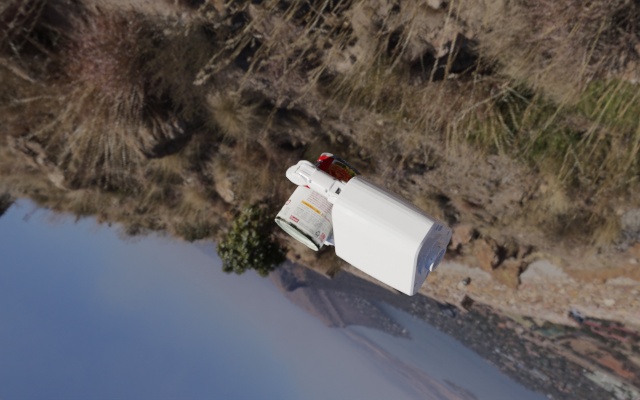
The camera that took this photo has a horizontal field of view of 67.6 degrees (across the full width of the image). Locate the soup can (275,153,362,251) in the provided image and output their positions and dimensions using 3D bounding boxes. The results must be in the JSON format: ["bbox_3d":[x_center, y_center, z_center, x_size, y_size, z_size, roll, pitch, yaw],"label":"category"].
[{"bbox_3d":[-0.001,0.002,0.588,0.068,0.102,0.068,34,-13,9],"label":"soup can"}]
